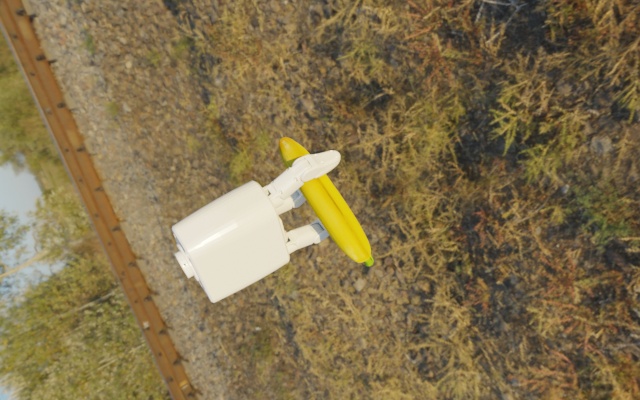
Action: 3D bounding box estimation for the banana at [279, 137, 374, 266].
[{"bbox_3d":[0.005,0.002,0.579,0.037,0.198,0.069,-33,-1,-10],"label":"banana"}]
